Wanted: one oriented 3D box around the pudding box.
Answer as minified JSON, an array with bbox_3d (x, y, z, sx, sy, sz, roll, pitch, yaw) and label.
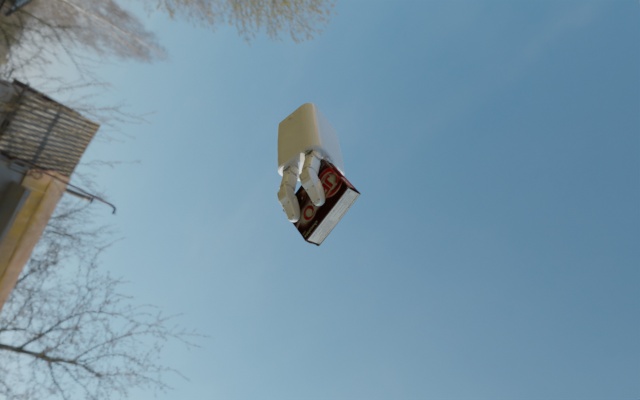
[{"bbox_3d":[0.000,0.003,0.770,0.039,0.113,0.090,24,17,-41],"label":"pudding box"}]
